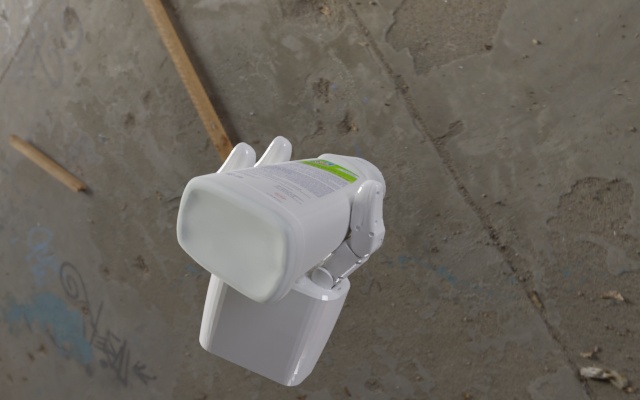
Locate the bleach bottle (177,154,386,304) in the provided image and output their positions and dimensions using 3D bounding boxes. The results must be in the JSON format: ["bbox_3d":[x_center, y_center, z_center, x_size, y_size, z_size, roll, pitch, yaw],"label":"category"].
[{"bbox_3d":[0.000,0.001,0.419,0.102,0.068,0.251,27,23,22],"label":"bleach bottle"}]
